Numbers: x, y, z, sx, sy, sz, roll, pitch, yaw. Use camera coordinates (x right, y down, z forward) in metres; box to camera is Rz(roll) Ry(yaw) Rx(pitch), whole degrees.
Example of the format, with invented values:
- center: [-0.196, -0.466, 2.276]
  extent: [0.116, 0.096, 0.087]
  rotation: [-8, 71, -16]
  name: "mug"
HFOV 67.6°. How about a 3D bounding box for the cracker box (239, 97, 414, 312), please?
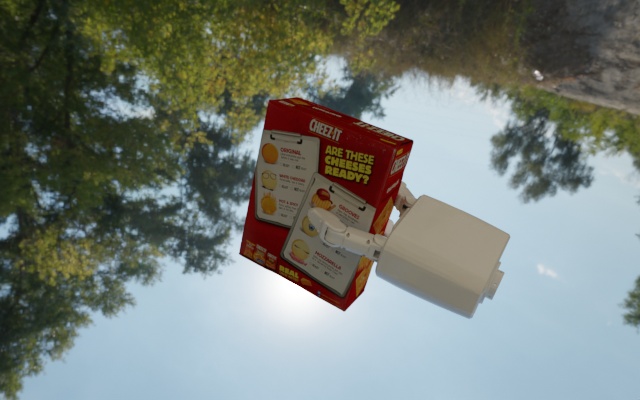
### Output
- center: [0.000, 0.002, 0.581]
  extent: [0.164, 0.214, 0.072]
  rotation: [25, 26, 21]
  name: "cracker box"
